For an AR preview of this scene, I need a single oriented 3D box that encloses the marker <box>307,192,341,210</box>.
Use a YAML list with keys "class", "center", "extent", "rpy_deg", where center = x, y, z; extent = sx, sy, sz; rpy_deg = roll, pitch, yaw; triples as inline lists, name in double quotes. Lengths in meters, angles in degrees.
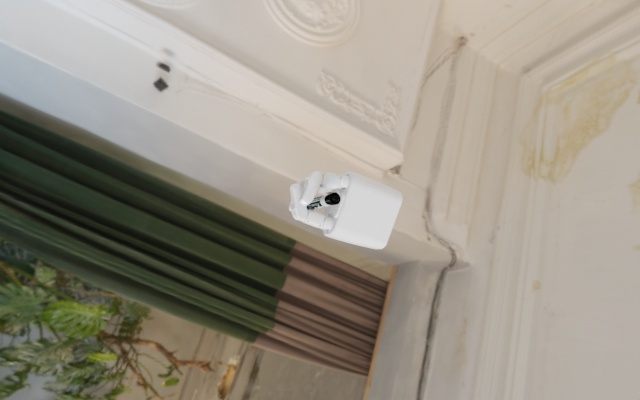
- class: "marker"
  center: [0.000, 0.002, 0.756]
  extent: [0.020, 0.020, 0.121]
  rpy_deg: [0, -6, -23]
